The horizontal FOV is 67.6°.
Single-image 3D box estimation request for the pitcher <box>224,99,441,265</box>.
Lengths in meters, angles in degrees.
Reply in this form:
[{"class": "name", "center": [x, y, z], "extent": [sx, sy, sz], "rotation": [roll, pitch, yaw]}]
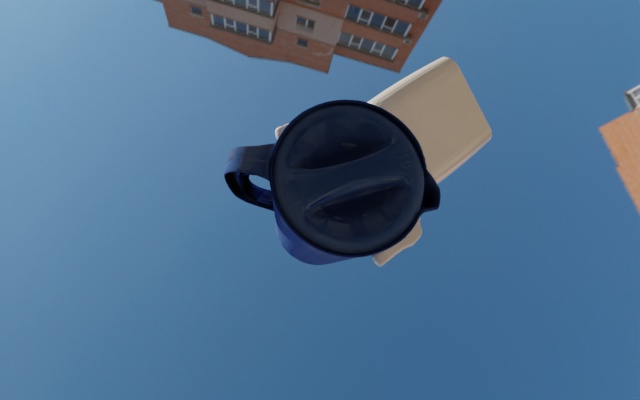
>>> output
[{"class": "pitcher", "center": [0.000, 0.002, 0.497], "extent": [0.145, 0.149, 0.243], "rotation": [-36, -6, -14]}]
